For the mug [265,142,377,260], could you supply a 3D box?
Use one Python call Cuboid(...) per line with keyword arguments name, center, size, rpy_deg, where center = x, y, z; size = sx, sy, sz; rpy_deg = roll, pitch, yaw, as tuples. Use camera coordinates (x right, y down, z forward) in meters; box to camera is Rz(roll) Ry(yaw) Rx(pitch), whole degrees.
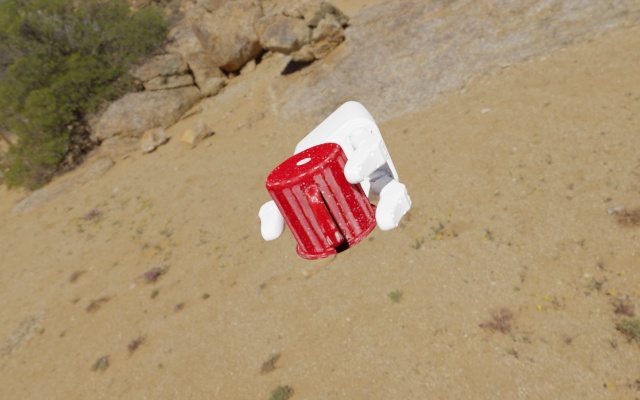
Cuboid(name="mug", center=(0.000, 0.002, 0.449), size=(0.093, 0.081, 0.117), rpy_deg=(-26, 21, 8))
